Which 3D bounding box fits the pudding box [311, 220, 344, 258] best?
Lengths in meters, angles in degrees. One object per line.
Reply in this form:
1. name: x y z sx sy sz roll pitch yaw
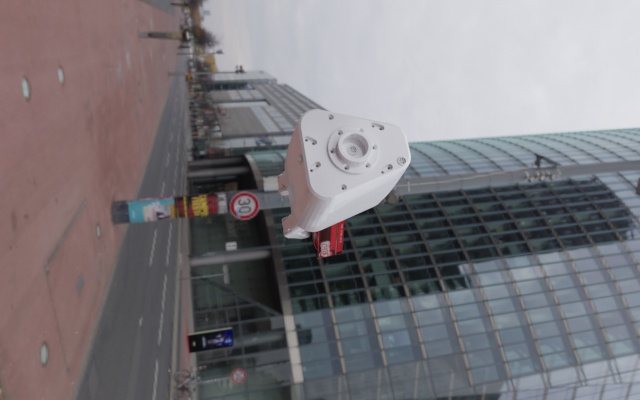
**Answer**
1. pudding box: 0.000 0.002 0.606 0.039 0.090 0.113 -7 46 -9
